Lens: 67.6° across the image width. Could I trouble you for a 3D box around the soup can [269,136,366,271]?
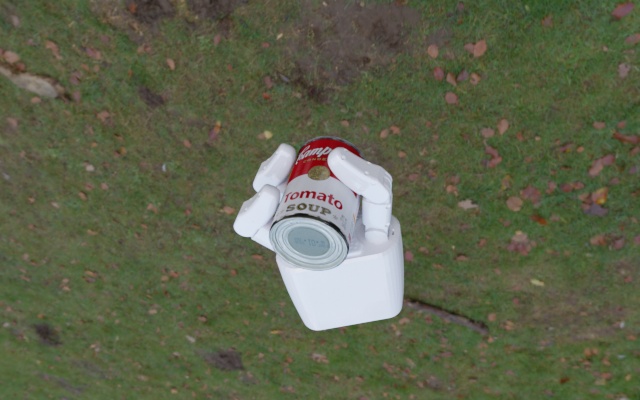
[{"bbox_3d":[0.000,0.001,0.415,0.068,0.069,0.102,0,44,17],"label":"soup can"}]
